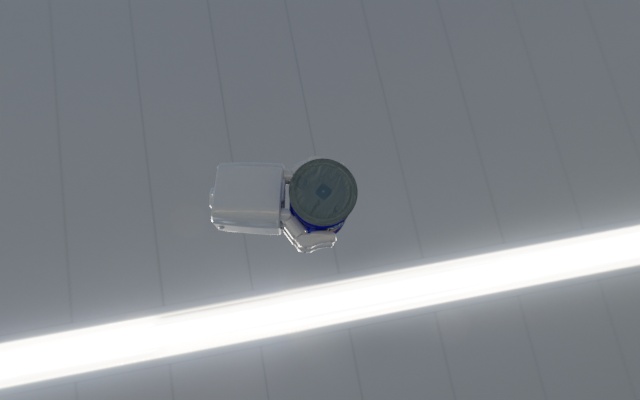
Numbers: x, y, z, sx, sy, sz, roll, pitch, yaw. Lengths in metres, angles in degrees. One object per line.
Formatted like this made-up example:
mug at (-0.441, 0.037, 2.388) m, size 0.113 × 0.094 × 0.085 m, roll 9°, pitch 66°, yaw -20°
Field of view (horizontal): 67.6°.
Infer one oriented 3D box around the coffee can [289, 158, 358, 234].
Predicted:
coffee can at (0.000, 0.002, 0.773) m, size 0.103 × 0.102 × 0.140 m, roll 0°, pitch -14°, yaw -4°
